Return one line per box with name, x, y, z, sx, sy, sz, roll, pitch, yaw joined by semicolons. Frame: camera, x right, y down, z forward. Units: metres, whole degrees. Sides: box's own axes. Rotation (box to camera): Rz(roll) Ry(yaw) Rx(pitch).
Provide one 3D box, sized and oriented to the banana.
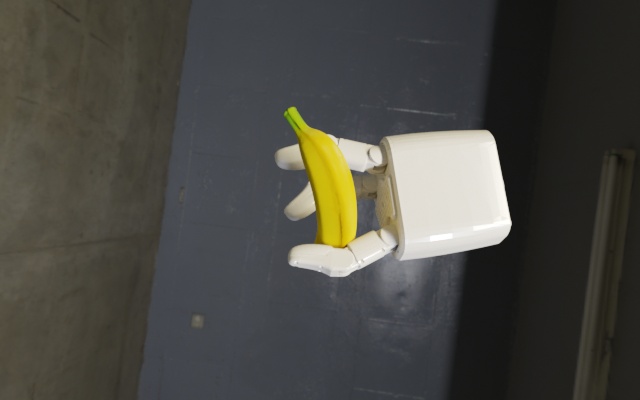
banana;0.008;0.010;0.444;0.037;0.198;0.069;-21;43;-15
